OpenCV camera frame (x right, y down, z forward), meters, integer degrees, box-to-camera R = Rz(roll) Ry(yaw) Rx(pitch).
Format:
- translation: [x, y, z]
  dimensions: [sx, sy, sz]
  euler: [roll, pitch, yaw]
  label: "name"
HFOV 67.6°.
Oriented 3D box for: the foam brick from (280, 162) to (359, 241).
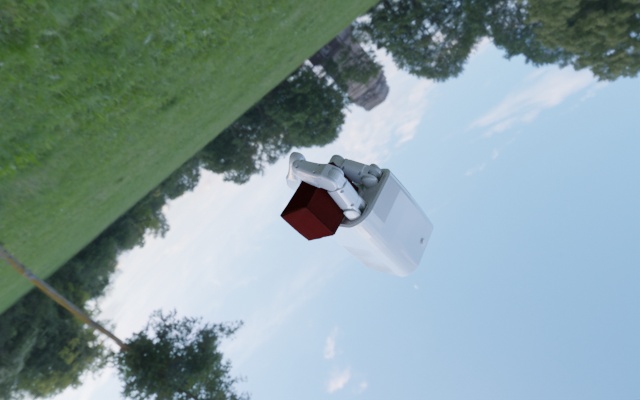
- translation: [0.000, 0.002, 0.575]
  dimensions: [0.051, 0.078, 0.053]
  euler: [46, -36, -22]
  label: "foam brick"
